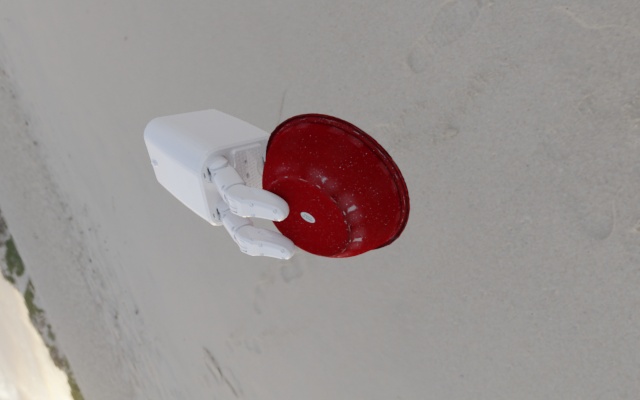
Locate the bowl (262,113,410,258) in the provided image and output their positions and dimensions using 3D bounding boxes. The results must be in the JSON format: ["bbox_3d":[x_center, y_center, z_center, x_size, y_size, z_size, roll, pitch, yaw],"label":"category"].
[{"bbox_3d":[0.001,0.002,0.454,0.162,0.162,0.055,0,35,37],"label":"bowl"}]
